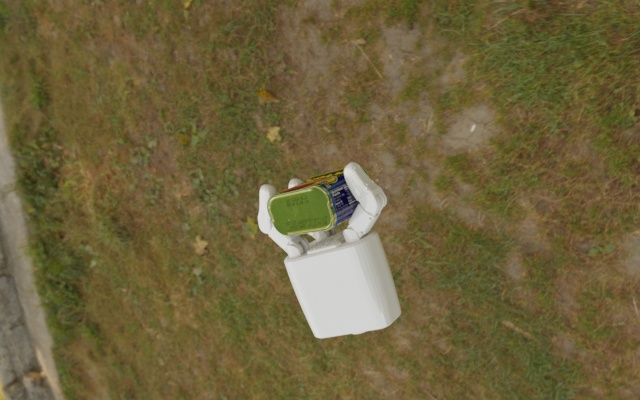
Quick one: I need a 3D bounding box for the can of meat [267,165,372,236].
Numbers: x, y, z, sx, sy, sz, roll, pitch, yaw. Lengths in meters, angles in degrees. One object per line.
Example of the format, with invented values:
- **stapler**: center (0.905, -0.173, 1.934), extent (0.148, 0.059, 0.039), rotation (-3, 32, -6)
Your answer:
- **can of meat**: center (0.000, 0.002, 0.562), extent (0.102, 0.057, 0.084), rotation (-12, 10, 41)
